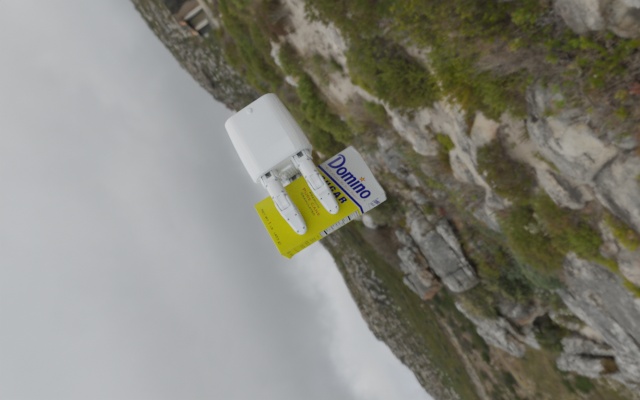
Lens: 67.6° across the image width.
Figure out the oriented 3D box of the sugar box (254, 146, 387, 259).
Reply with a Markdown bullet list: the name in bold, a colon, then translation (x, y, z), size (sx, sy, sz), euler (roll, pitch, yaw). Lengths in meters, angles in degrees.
- **sugar box**: translation (0.000, 0.002, 0.713), size (0.176, 0.093, 0.048), euler (-33, -19, 3)
